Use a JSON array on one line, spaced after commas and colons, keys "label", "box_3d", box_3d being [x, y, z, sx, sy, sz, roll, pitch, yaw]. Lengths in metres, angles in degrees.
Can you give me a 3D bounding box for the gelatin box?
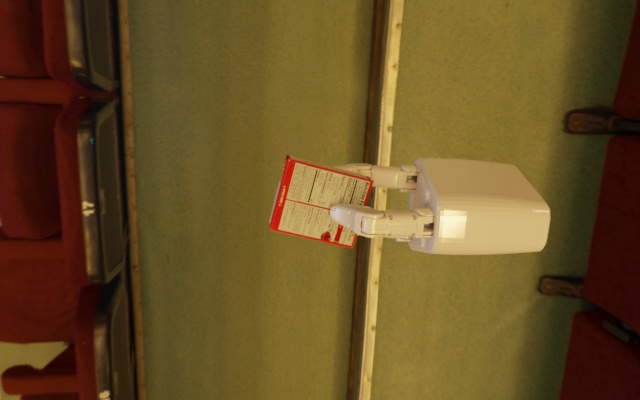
[{"label": "gelatin box", "box_3d": [0.000, 0.002, 0.476, 0.089, 0.073, 0.030, 13, 12, -10]}]
